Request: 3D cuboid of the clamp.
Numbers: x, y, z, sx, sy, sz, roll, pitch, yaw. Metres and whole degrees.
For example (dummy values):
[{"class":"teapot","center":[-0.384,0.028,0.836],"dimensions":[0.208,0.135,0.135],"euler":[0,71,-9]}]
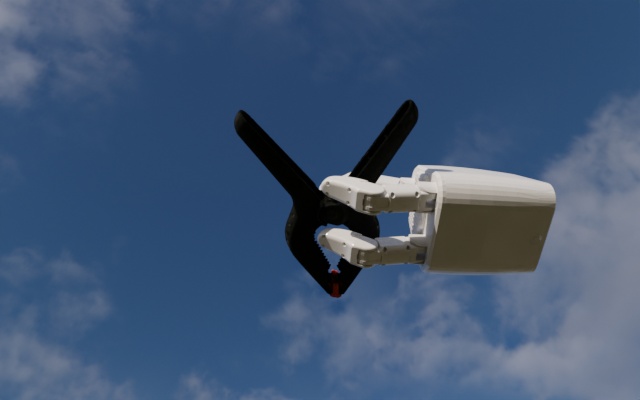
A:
[{"class":"clamp","center":[0.000,0.002,0.467],"dimensions":[0.164,0.210,0.036],"euler":[3,26,-1]}]
